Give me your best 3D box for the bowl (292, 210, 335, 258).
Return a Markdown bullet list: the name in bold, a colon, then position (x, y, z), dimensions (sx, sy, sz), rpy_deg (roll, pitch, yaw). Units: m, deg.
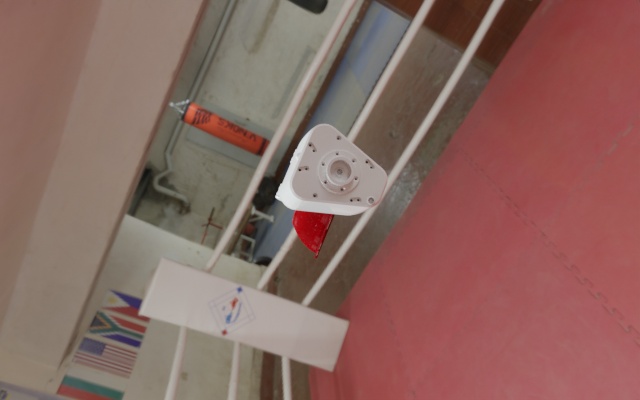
- **bowl**: position (0.000, 0.003, 0.718), dimensions (0.055, 0.162, 0.162), rpy_deg (22, 1, 3)
